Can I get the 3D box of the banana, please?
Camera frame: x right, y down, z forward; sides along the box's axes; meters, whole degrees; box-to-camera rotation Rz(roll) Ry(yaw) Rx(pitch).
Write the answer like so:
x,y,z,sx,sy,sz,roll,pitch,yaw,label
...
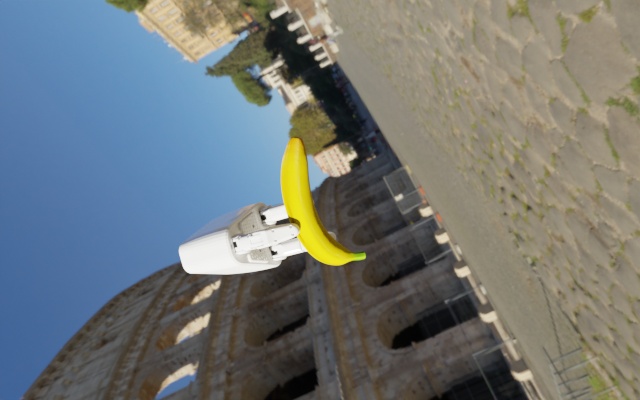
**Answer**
x,y,z,sx,sy,sz,roll,pitch,yaw,label
-0.011,0.015,0.628,0.069,0.198,0.037,-39,23,-27,banana
